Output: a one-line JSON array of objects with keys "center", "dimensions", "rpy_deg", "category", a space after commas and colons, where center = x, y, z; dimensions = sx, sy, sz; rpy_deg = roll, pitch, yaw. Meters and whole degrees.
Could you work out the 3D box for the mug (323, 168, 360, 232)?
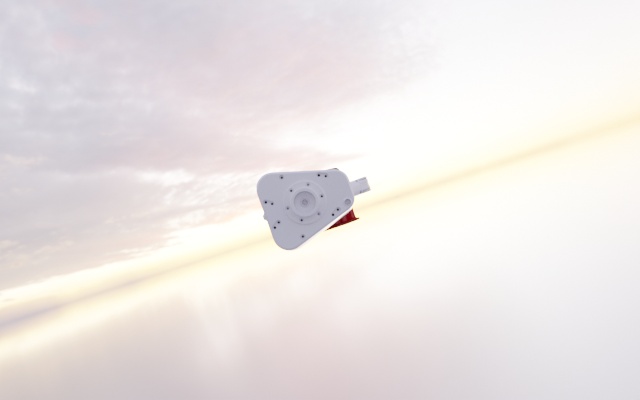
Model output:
[{"center": [0.000, 0.002, 0.705], "dimensions": [0.093, 0.081, 0.117], "rpy_deg": [-18, -1, -3], "category": "mug"}]
